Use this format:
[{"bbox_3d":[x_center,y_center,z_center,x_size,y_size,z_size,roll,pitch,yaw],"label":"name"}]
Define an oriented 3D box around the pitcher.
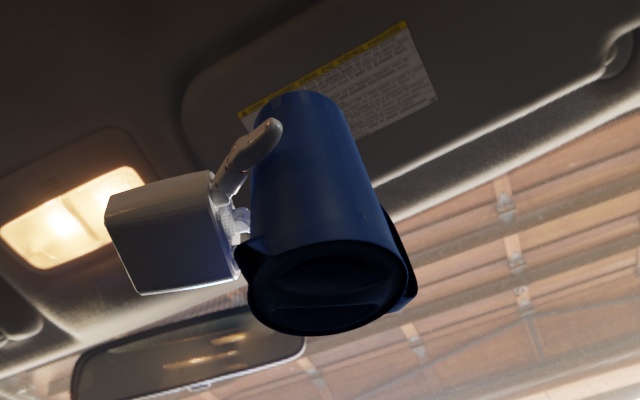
[{"bbox_3d":[0.000,0.002,0.476,0.145,0.242,0.149,-14,-45,4],"label":"pitcher"}]
